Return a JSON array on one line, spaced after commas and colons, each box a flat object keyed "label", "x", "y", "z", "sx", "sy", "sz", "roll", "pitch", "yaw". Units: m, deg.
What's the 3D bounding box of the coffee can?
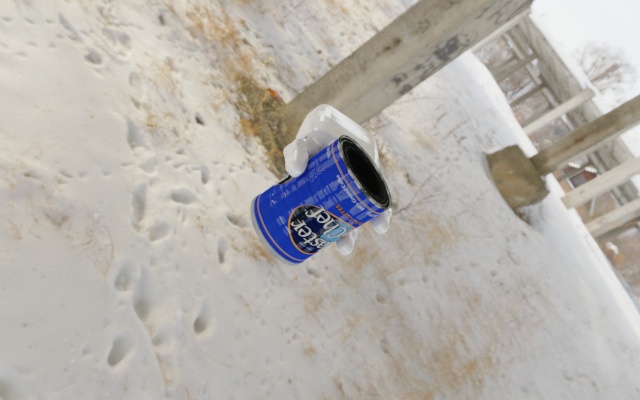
[{"label": "coffee can", "x": 0.000, "y": 0.002, "z": 0.579, "sx": 0.140, "sy": 0.102, "sz": 0.103, "roll": -34, "pitch": -14, "yaw": 22}]
